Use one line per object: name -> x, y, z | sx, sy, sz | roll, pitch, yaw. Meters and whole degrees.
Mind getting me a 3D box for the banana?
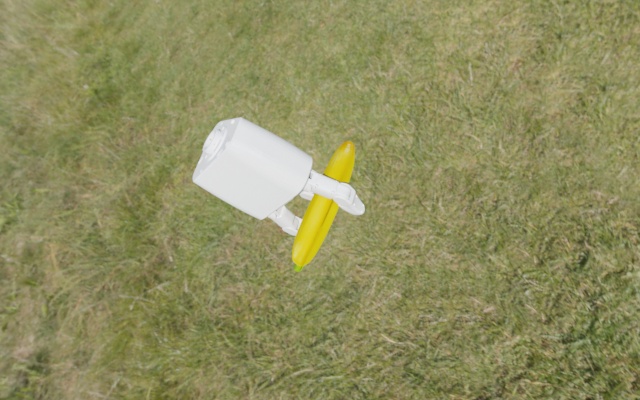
banana -> 0.002, 0.006, 0.642 | 0.037, 0.198, 0.069 | 25, -1, -11
